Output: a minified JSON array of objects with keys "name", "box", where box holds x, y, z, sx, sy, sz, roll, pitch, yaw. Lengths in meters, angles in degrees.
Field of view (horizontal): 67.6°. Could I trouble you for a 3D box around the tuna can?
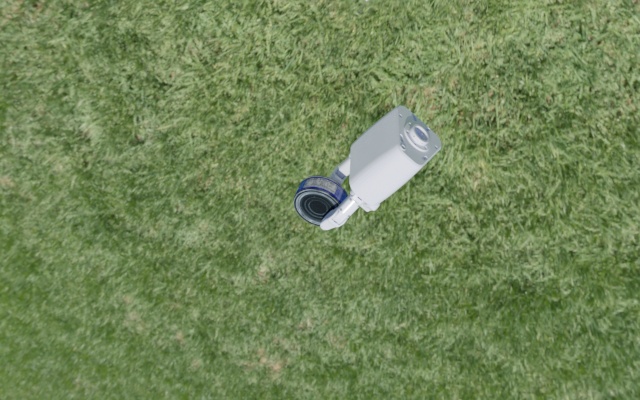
[{"name":"tuna can","box":[0.000,0.003,0.773,0.086,0.086,0.033,0,42,24]}]
